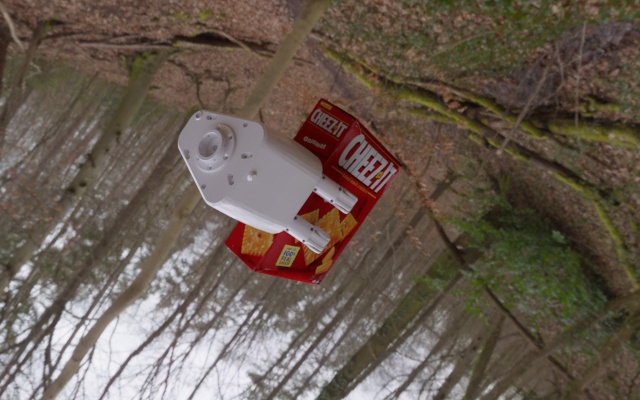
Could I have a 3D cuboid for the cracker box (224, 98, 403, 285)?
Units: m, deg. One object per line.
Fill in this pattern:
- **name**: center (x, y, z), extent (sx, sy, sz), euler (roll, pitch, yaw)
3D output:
- **cracker box**: center (0.000, 0.002, 0.623), extent (0.072, 0.214, 0.164), euler (37, 4, 32)
